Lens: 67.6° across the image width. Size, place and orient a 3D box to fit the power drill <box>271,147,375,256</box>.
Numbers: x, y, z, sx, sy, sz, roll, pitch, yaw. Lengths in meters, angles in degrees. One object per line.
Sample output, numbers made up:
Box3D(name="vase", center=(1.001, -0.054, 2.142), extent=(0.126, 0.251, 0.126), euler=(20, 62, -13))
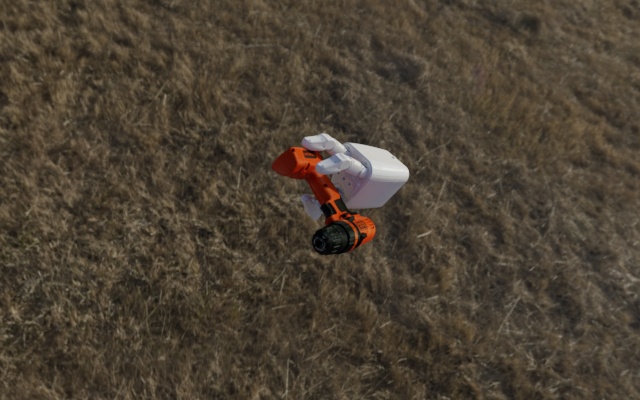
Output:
Box3D(name="power drill", center=(0.000, 0.002, 0.771), extent=(0.057, 0.187, 0.184), euler=(-39, -14, 21))
